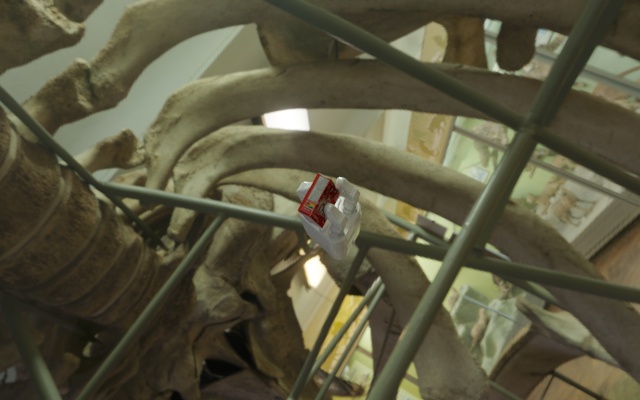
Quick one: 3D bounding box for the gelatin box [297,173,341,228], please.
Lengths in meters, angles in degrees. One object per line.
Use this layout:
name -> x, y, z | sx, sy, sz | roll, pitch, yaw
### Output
gelatin box -> 0.000, 0.002, 0.824 | 0.030, 0.073, 0.089 | 26, -9, 20
